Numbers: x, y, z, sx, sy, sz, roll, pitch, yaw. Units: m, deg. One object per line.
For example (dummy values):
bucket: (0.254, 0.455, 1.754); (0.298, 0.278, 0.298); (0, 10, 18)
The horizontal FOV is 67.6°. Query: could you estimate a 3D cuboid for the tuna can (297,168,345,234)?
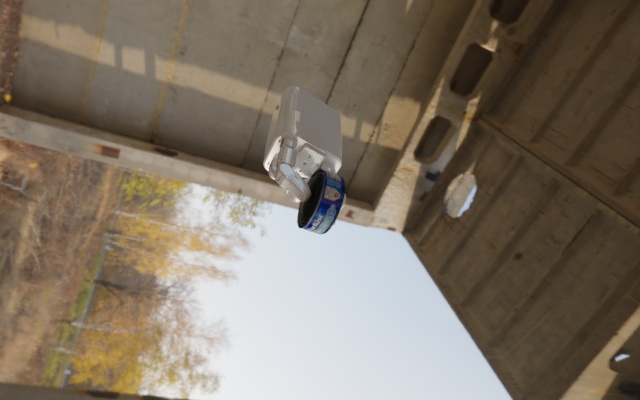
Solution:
tuna can: (0.001, 0.002, 0.648); (0.034, 0.086, 0.086); (20, -6, -17)
